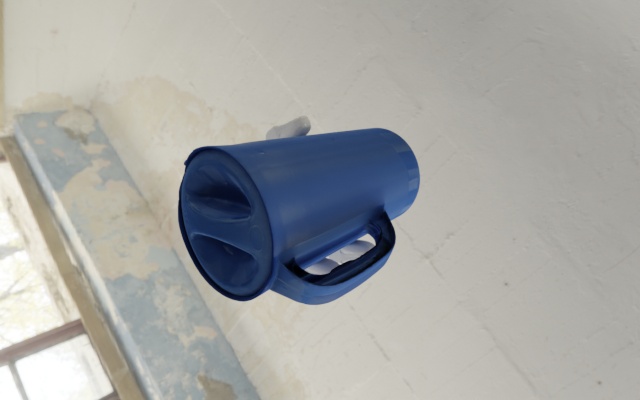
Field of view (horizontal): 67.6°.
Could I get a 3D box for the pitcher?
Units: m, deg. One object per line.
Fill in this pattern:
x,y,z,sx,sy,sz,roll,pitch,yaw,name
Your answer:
0.000,0.002,0.471,0.243,0.149,0.145,-19,3,-44,pitcher
